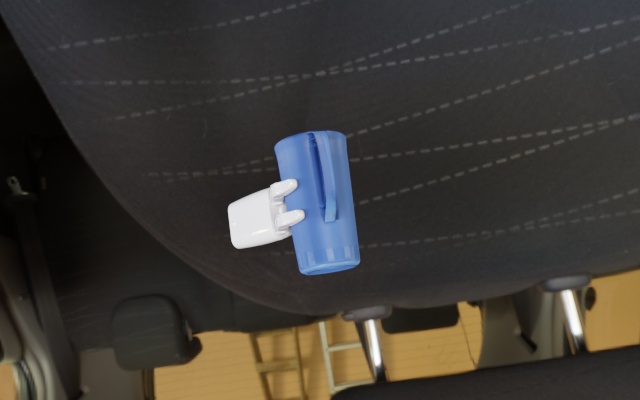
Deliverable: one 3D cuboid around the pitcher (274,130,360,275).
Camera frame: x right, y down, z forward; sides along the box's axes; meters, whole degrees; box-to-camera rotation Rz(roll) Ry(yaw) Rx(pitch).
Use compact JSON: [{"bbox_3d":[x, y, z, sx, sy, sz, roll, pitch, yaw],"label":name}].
[{"bbox_3d":[0.000,0.003,0.846,0.145,0.242,0.149,-17,-15,31],"label":"pitcher"}]
